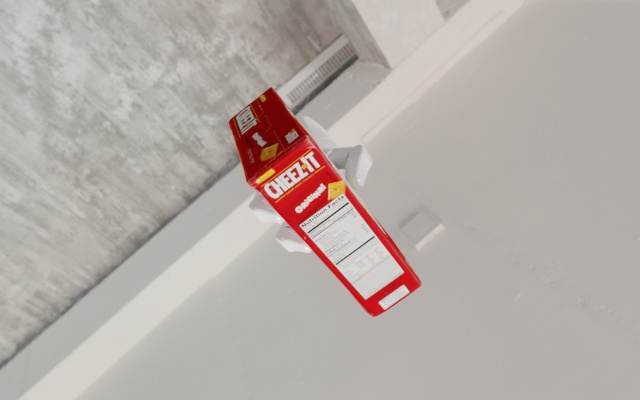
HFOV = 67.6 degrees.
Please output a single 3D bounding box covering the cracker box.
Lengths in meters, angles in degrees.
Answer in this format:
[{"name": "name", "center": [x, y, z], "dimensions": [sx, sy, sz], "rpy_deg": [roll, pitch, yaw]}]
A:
[{"name": "cracker box", "center": [0.000, 0.002, 0.505], "dimensions": [0.072, 0.214, 0.164], "rpy_deg": [-38, 31, 4]}]
